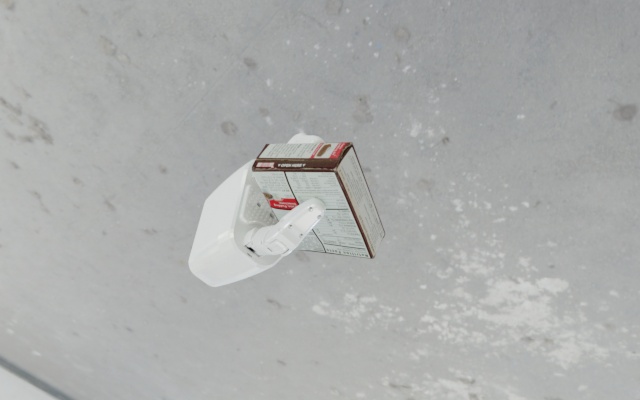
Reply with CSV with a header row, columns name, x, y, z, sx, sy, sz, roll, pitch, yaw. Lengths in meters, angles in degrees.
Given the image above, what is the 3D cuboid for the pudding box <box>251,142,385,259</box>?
name,x,y,z,sx,sy,sz,roll,pitch,yaw
pudding box,0.000,0.002,0.433,0.090,0.039,0.114,2,-43,30
